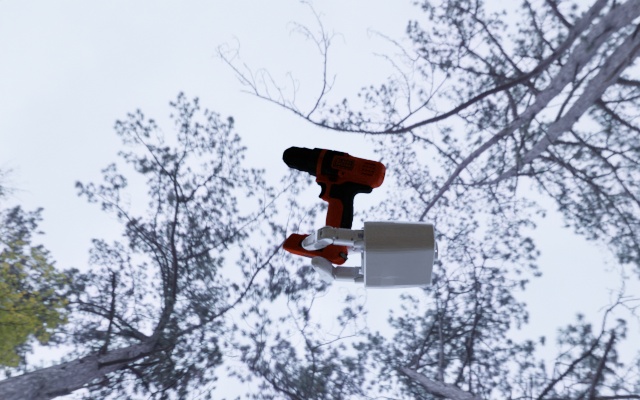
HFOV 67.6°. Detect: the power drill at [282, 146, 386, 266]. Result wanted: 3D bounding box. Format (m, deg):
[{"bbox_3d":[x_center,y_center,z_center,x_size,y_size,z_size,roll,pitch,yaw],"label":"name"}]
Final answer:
[{"bbox_3d":[0.000,0.003,0.794,0.184,0.187,0.057,13,-12,20],"label":"power drill"}]
